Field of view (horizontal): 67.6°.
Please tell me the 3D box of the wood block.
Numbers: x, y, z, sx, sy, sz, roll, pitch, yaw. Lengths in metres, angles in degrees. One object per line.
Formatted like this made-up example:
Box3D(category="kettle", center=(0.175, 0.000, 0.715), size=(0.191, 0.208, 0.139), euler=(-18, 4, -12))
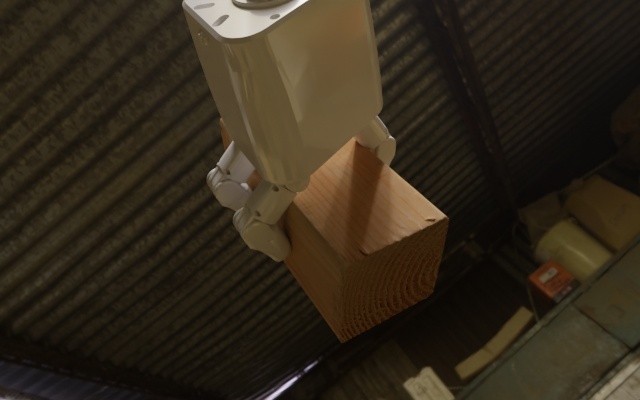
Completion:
Box3D(category="wood block", center=(0.000, 0.001, 0.406), size=(0.091, 0.090, 0.206), euler=(-22, 46, -21))
